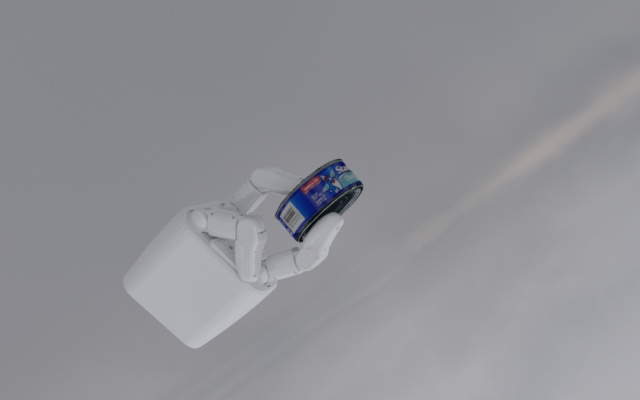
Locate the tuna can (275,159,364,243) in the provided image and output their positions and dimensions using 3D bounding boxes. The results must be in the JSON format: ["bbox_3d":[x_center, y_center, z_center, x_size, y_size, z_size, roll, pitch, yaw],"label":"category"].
[{"bbox_3d":[0.000,0.002,0.458,0.086,0.033,0.086,-39,-13,-10],"label":"tuna can"}]
